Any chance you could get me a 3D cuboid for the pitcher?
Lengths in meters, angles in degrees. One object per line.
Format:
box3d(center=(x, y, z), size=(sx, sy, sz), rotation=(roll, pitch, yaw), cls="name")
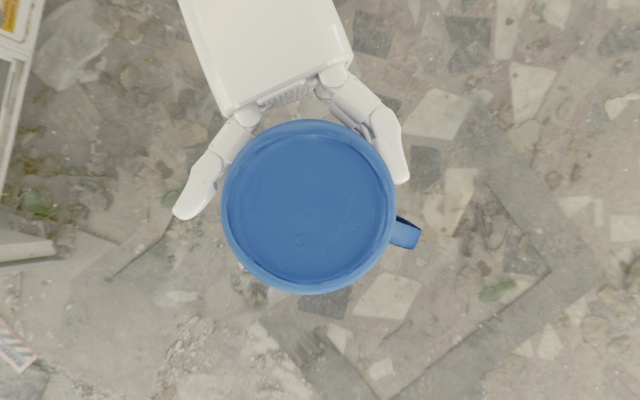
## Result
box3d(center=(0.000, 0.001, 0.401), size=(0.149, 0.145, 0.243), rotation=(-23, 4, 0), cls="pitcher")
